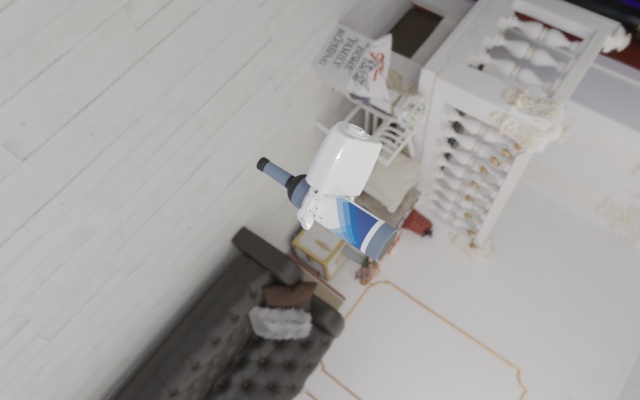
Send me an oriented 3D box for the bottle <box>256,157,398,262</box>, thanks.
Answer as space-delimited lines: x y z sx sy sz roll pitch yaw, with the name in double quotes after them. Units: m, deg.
0.000 0.003 0.877 0.295 0.069 0.069 33 12 20 "bottle"
